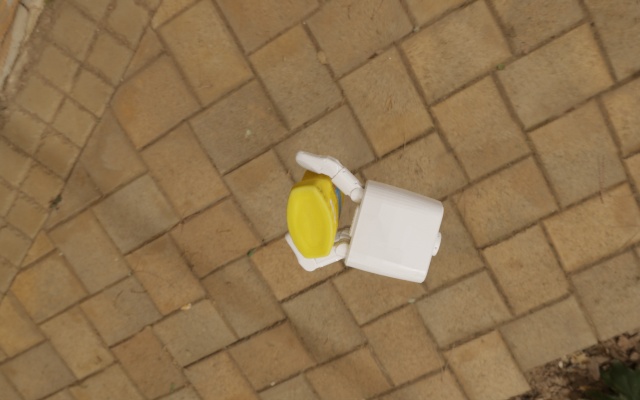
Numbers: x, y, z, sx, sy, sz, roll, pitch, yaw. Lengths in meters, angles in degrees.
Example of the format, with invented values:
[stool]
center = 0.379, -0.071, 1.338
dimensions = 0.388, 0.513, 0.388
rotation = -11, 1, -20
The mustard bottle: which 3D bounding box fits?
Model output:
[mustard bottle]
center = 0.000, 0.002, 0.665
dimensions = 0.058, 0.096, 0.191
rotation = -10, 15, 11
